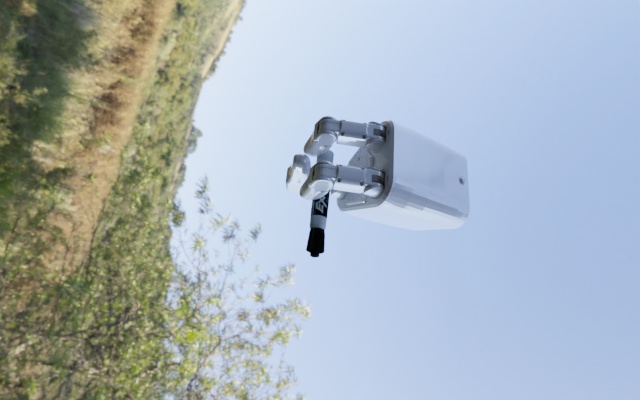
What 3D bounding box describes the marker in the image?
[{"bbox_3d":[0.000,0.002,0.505,0.020,0.121,0.020,5,-25,2],"label":"marker"}]
